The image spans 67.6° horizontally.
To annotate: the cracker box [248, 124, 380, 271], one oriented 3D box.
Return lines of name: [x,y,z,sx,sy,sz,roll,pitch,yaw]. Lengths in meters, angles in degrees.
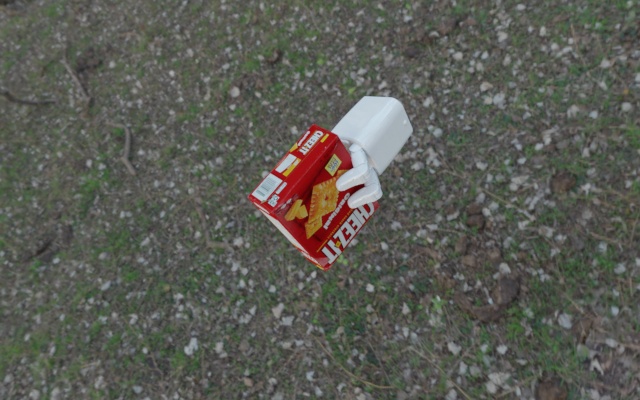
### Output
cracker box: [0.000,0.003,0.819,0.072,0.164,0.214,31,-14,41]
